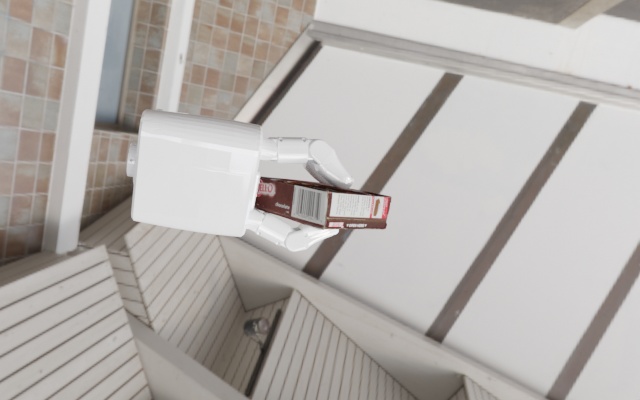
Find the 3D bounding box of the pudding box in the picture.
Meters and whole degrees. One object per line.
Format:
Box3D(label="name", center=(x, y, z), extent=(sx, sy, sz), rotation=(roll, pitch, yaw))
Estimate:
Box3D(label="pudding box", center=(0.000, 0.002, 0.487), extent=(0.090, 0.039, 0.113), rotation=(2, 9, -43))
